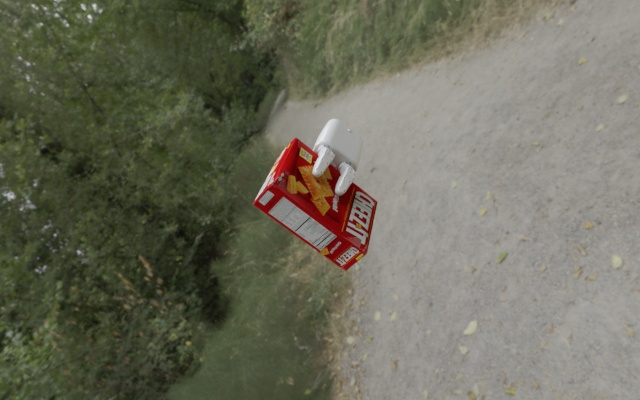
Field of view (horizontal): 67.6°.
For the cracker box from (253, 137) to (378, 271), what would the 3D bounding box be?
[{"bbox_3d":[0.000,0.003,0.892,0.214,0.164,0.072,37,-53,-13],"label":"cracker box"}]
